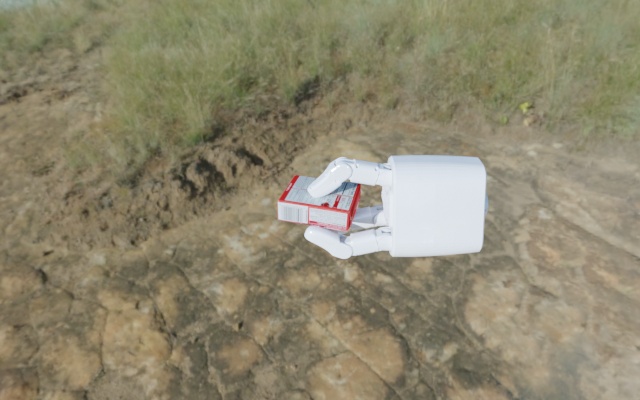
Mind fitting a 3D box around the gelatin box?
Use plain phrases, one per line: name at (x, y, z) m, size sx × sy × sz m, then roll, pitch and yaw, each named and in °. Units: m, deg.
gelatin box at (0.000, 0.001, 0.580) m, size 0.089 × 0.030 × 0.073 m, roll 9°, pitch 30°, yaw 10°
